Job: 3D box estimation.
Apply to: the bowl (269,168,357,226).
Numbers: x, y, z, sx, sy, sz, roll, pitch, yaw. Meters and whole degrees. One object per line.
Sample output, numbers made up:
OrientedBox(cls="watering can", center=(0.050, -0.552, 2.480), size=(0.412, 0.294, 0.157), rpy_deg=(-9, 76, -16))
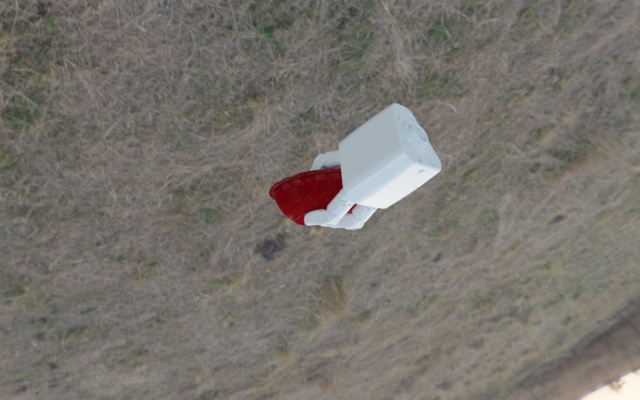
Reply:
OrientedBox(cls="bowl", center=(0.000, 0.003, 0.769), size=(0.162, 0.055, 0.162), rpy_deg=(-8, -16, -2))
